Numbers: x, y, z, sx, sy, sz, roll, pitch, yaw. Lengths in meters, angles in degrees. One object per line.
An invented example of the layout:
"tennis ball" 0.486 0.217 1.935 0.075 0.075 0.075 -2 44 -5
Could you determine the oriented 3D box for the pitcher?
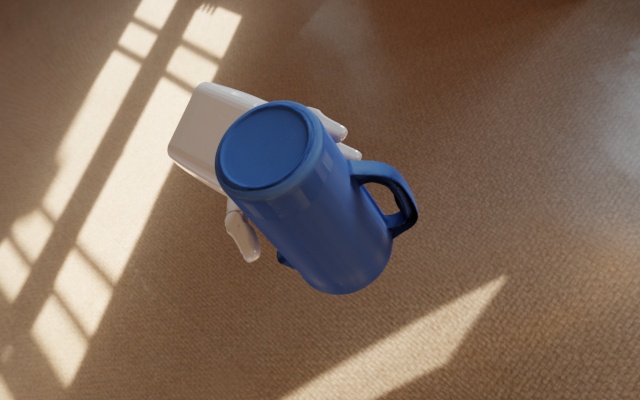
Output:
"pitcher" 0.000 0.002 0.518 0.145 0.149 0.243 29 -14 31
